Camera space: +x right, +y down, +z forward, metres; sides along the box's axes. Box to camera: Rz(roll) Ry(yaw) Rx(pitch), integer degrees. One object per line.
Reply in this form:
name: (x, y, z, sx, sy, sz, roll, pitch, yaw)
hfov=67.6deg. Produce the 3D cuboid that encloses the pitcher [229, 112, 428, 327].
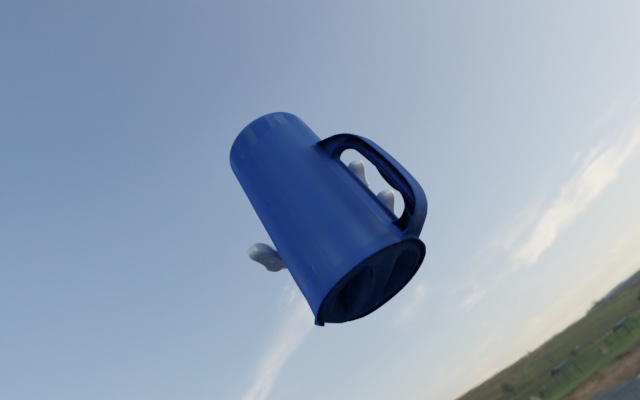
pitcher: (0.000, 0.002, 0.533, 0.149, 0.242, 0.145, -30, -33, -13)
